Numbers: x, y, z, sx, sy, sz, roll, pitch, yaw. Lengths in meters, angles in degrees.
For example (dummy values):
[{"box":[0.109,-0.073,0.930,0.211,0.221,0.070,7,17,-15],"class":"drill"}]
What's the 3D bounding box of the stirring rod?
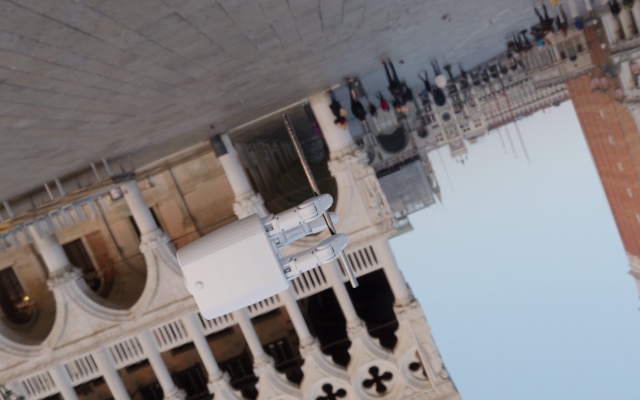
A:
[{"box":[0.000,0.002,0.614,0.011,0.239,0.011,-22,6,3],"class":"stirring rod"}]
